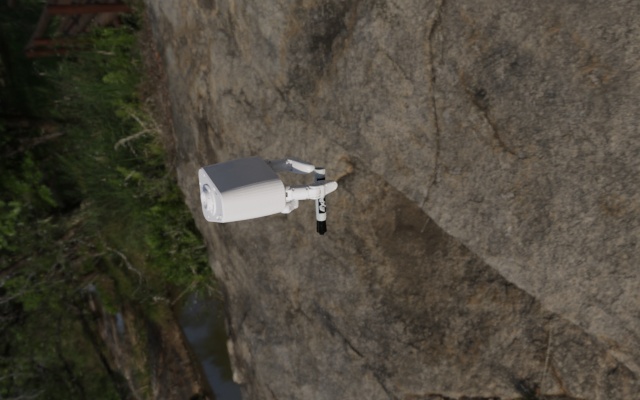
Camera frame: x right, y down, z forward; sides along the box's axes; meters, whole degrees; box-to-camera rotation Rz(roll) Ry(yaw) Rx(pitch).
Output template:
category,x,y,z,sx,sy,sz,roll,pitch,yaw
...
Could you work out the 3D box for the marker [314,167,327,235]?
category,x,y,z,sx,sy,sz,roll,pitch,yaw
marker,0.000,0.003,0.828,0.020,0.121,0.020,-2,19,1
